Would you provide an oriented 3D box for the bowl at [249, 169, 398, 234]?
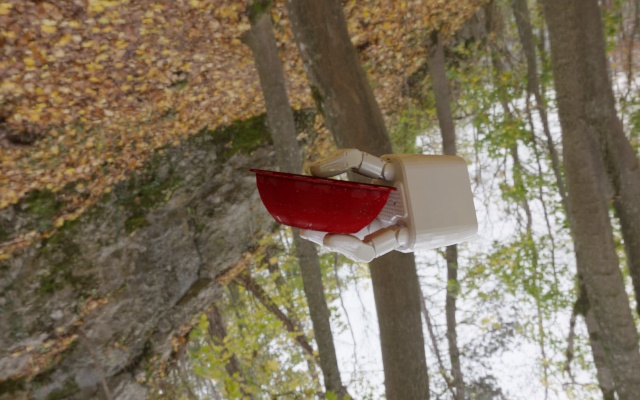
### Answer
[{"bbox_3d":[-0.001,0.002,0.521,0.162,0.055,0.162,8,3,0],"label":"bowl"}]
